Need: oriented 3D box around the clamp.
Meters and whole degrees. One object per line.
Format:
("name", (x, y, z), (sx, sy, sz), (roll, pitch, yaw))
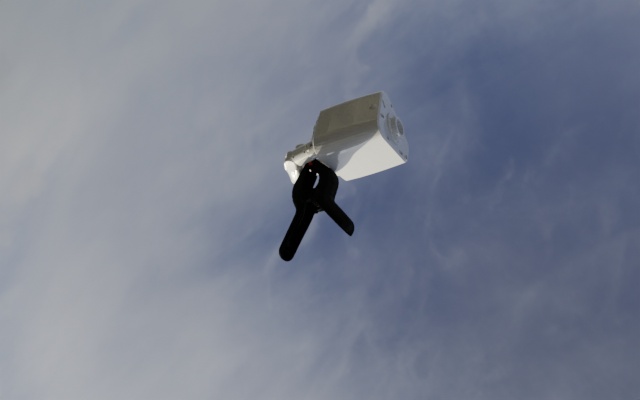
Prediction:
("clamp", (0.000, 0.003, 0.696), (0.120, 0.171, 0.039), (-13, -38, 27))
